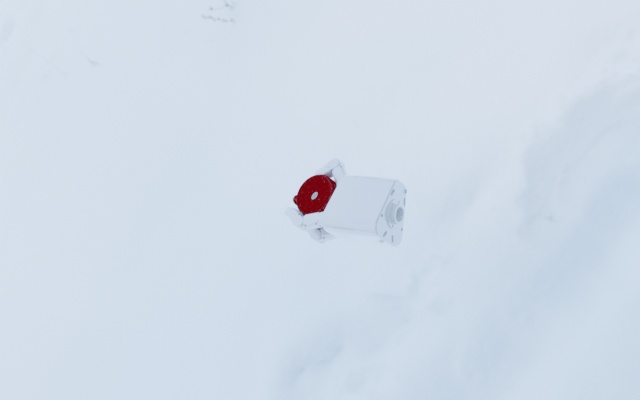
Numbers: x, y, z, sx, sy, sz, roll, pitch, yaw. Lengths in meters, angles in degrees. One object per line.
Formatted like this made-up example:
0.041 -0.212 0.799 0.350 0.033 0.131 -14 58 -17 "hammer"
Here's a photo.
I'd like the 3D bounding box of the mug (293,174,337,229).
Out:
-0.001 0.003 0.880 0.117 0.093 0.081 4 -19 37 "mug"
